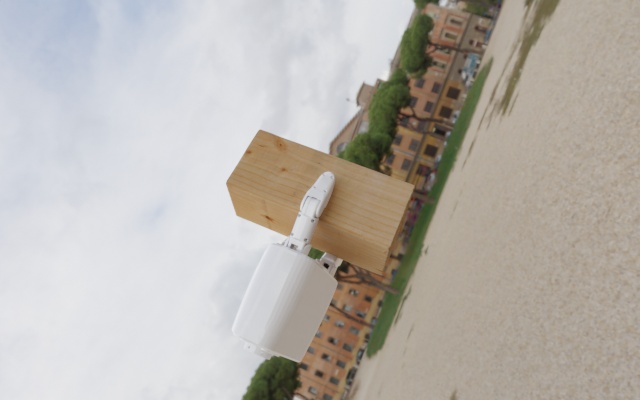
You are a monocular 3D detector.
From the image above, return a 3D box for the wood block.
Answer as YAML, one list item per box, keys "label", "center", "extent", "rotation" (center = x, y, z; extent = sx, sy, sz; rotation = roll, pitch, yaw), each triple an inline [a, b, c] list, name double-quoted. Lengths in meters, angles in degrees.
- label: "wood block"
  center: [0.000, 0.002, 0.595]
  extent: [0.206, 0.090, 0.091]
  rotation: [21, -27, 11]
